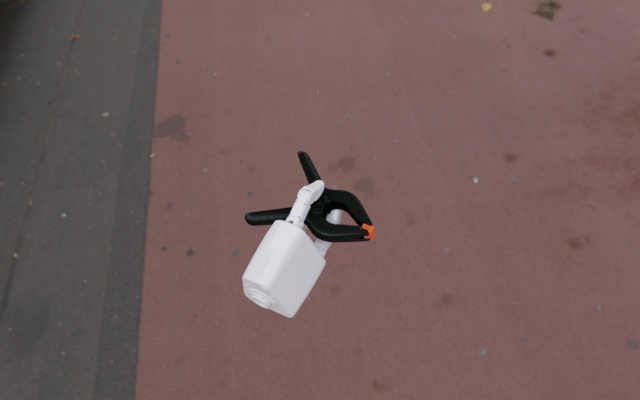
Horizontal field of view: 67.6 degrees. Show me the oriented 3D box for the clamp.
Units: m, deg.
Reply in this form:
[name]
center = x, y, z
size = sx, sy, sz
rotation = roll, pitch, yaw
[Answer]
[clamp]
center = 0.000, 0.002, 0.786
size = 0.210, 0.164, 0.036
rotation = 19, -27, 22
